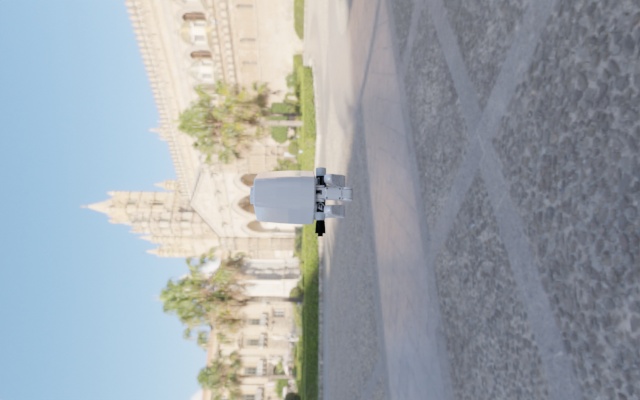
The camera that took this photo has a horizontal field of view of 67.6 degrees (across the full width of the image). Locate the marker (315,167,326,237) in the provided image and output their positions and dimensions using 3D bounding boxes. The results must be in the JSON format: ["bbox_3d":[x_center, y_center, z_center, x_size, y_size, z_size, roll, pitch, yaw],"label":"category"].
[{"bbox_3d":[0.000,0.003,0.836,0.020,0.121,0.020,0,-7,0],"label":"marker"}]
